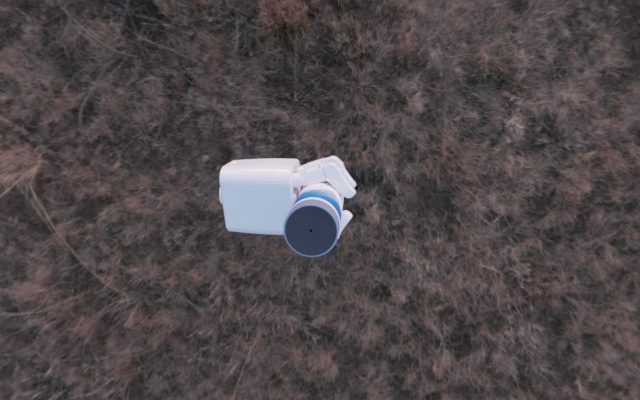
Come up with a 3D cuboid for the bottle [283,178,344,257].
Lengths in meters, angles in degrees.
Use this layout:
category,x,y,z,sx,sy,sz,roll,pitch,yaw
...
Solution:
category,x,y,z,sx,sy,sz,roll,pitch,yaw
bottle,0.000,0.002,0.707,0.069,0.069,0.295,0,13,5
